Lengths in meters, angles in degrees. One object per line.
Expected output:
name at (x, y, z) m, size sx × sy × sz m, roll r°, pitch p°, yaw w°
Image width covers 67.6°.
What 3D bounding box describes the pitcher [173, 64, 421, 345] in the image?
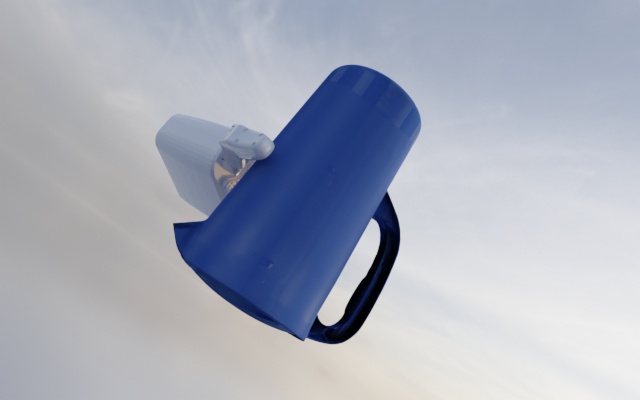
pitcher at (0.000, 0.001, 0.446) m, size 0.145 × 0.242 × 0.149 m, roll 23°, pitch -20°, yaw 35°
